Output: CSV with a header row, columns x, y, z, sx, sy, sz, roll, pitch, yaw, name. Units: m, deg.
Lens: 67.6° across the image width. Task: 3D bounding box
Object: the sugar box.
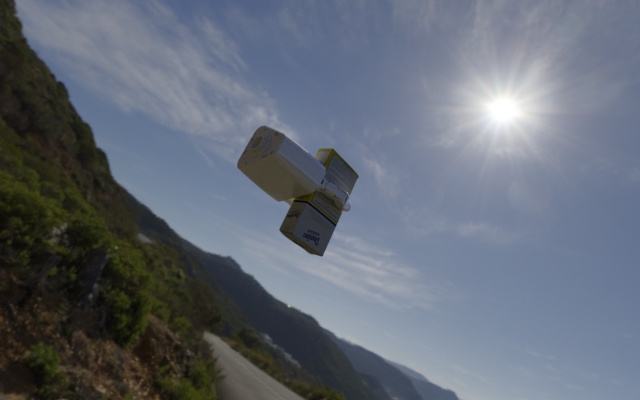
x,y,z,sx,sy,sz,roll,pitch,yaw,name
0.000,0.003,0.873,0.048,0.176,0.093,9,-25,47,sugar box
